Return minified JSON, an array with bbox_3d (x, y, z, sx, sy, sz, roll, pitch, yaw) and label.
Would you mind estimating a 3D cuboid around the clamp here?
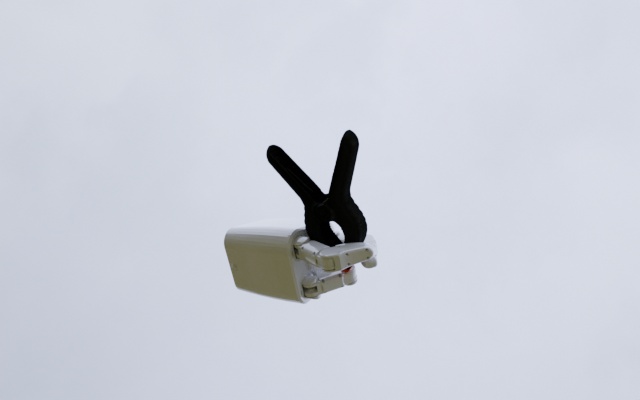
[{"bbox_3d":[0.001,0.002,0.555,0.120,0.171,0.039,7,26,37],"label":"clamp"}]
